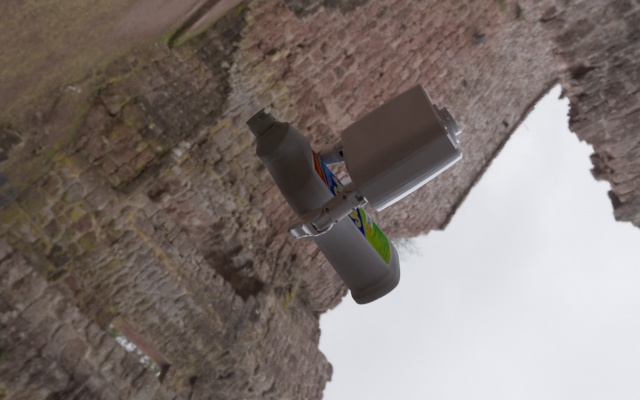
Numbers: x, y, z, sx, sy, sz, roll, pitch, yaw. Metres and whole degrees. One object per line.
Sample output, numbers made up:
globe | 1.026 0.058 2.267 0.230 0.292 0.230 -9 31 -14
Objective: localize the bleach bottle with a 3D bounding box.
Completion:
bleach bottle | 0.000 0.002 0.567 0.068 0.251 0.102 -32 19 20
